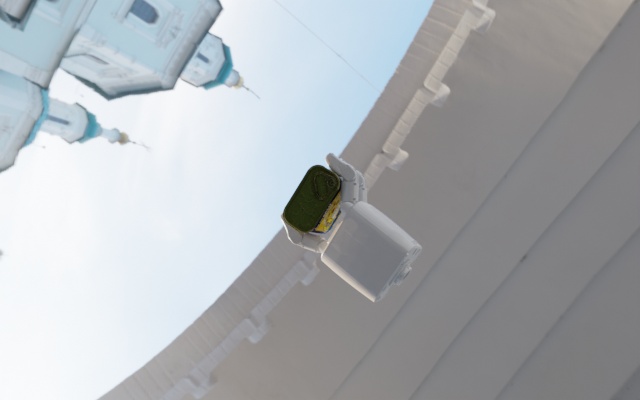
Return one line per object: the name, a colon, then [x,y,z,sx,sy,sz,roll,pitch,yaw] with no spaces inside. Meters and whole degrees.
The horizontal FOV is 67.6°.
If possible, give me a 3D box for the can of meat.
can of meat: [0.000,0.003,0.738,0.057,0.102,0.084,34,6,21]
